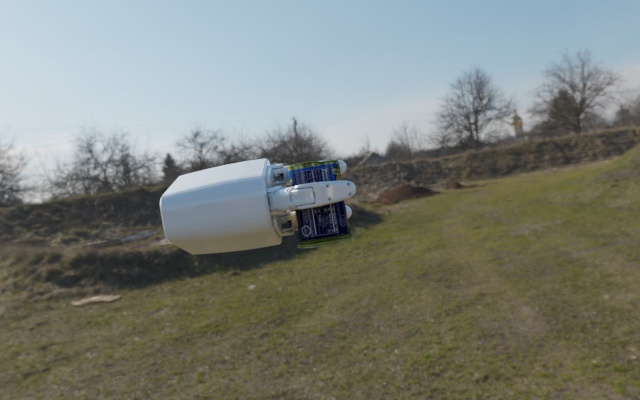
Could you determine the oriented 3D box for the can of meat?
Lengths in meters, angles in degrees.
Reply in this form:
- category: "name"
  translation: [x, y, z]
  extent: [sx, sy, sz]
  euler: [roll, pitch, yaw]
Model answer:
- category: "can of meat"
  translation: [0.000, 0.001, 0.512]
  extent: [0.057, 0.084, 0.102]
  euler: [-9, 1, 3]
